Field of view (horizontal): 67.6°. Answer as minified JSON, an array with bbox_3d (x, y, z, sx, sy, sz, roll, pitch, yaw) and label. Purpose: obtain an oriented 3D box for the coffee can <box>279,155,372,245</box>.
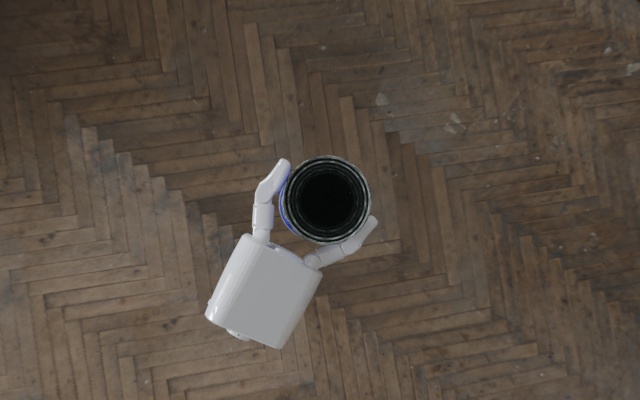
[{"bbox_3d":[0.000,0.002,0.611,0.103,0.103,0.140,0,-2,-7],"label":"coffee can"}]
